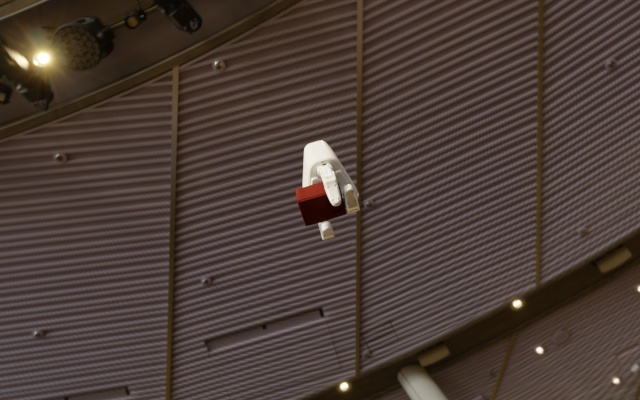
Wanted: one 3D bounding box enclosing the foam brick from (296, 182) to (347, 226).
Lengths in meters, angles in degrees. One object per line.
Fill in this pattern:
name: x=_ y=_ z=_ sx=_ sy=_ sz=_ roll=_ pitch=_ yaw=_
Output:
foam brick: x=0.000 y=0.003 z=0.837 sx=0.078 sy=0.053 sz=0.051 roll=-16 pitch=27 yaw=-2
